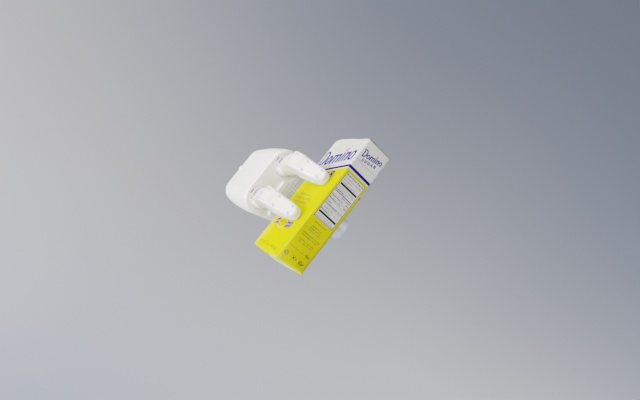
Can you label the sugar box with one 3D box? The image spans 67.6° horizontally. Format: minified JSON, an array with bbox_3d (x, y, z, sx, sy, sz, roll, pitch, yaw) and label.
[{"bbox_3d":[0.000,0.002,0.586,0.048,0.176,0.093,40,-11,-22],"label":"sugar box"}]
